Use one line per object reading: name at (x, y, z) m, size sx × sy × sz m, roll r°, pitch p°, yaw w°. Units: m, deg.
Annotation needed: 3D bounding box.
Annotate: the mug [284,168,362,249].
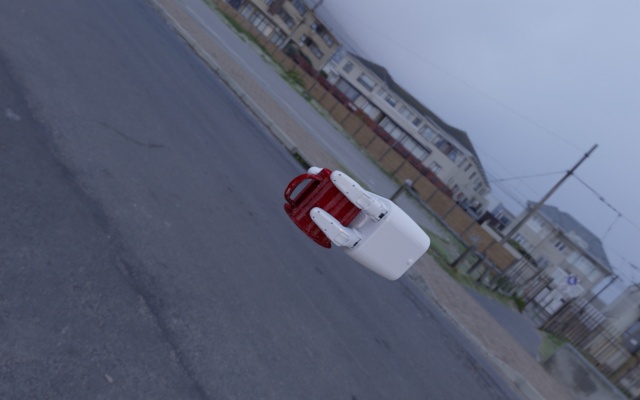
mug at (-0.001, 0.001, 0.678) m, size 0.117 × 0.081 × 0.093 m, roll 37°, pitch 11°, yaw -34°
